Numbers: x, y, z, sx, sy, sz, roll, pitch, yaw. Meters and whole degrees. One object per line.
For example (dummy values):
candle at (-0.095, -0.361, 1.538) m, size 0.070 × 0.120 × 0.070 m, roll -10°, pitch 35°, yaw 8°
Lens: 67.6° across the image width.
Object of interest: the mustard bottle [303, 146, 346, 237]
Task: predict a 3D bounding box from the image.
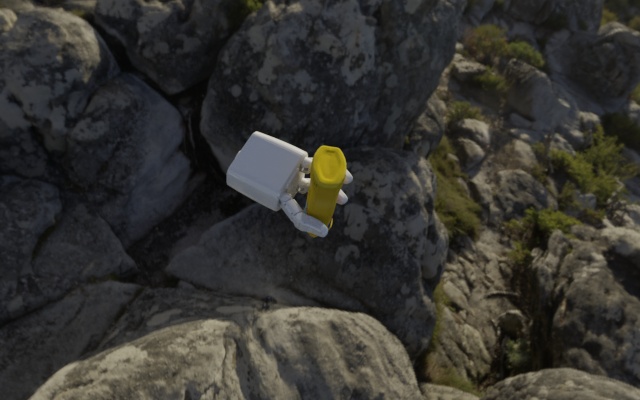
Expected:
mustard bottle at (0.000, 0.003, 0.838) m, size 0.058 × 0.096 × 0.192 m, roll 7°, pitch -41°, yaw -5°
